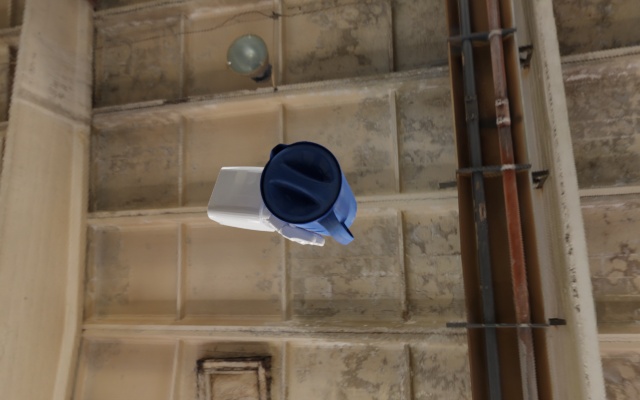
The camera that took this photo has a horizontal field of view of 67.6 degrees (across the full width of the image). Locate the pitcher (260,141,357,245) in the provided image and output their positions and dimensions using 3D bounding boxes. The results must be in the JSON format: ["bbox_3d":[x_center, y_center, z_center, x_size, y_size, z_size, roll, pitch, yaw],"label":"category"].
[{"bbox_3d":[0.000,0.003,0.845,0.145,0.149,0.243,5,-10,15],"label":"pitcher"}]
